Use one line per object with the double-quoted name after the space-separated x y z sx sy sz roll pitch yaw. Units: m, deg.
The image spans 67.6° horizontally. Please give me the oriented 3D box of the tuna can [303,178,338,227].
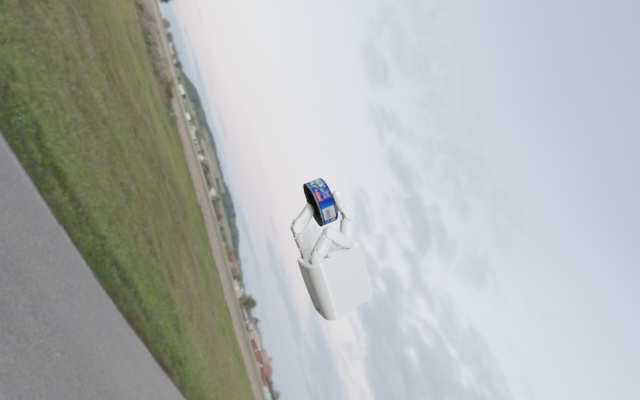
0.001 0.003 0.870 0.034 0.086 0.086 -22 5 -12 "tuna can"
